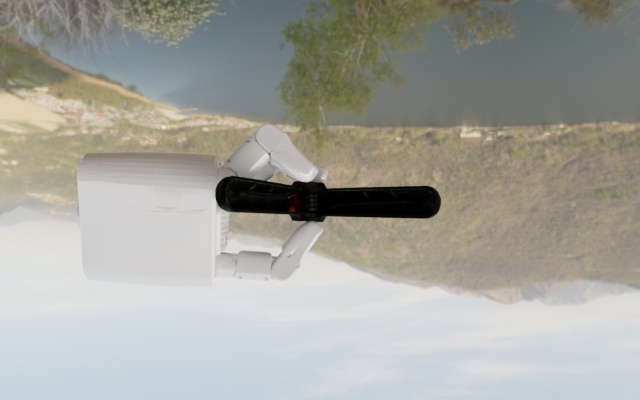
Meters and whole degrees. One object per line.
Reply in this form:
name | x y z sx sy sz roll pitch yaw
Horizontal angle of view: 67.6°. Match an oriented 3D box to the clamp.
clamp | 0.000 0.002 0.426 0.164 0.036 0.210 3 -2 -6
